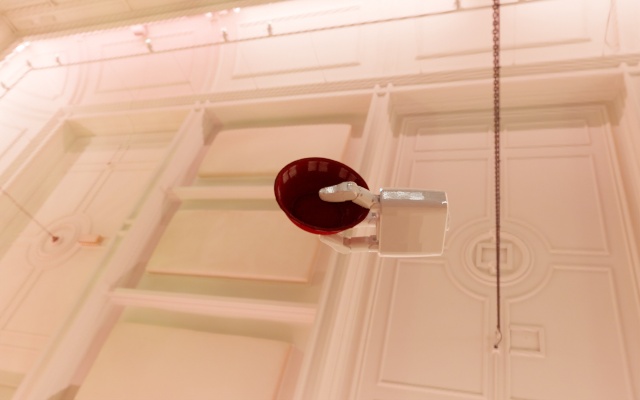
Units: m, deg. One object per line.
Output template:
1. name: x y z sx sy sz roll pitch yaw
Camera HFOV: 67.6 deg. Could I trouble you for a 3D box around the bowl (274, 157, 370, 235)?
1. bowl: -0.001 0.002 0.789 0.162 0.162 0.055 0 -41 -14
